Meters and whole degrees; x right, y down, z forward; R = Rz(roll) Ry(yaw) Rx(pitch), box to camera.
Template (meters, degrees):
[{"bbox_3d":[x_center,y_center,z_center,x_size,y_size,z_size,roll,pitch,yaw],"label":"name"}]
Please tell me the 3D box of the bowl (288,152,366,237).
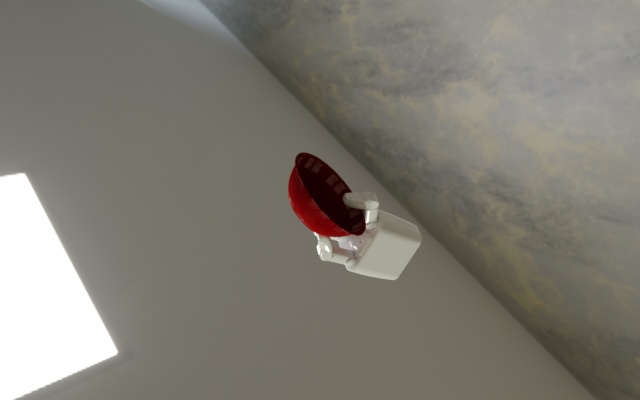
[{"bbox_3d":[-0.001,0.002,0.761,0.055,0.162,0.162,-39,-17,22],"label":"bowl"}]
